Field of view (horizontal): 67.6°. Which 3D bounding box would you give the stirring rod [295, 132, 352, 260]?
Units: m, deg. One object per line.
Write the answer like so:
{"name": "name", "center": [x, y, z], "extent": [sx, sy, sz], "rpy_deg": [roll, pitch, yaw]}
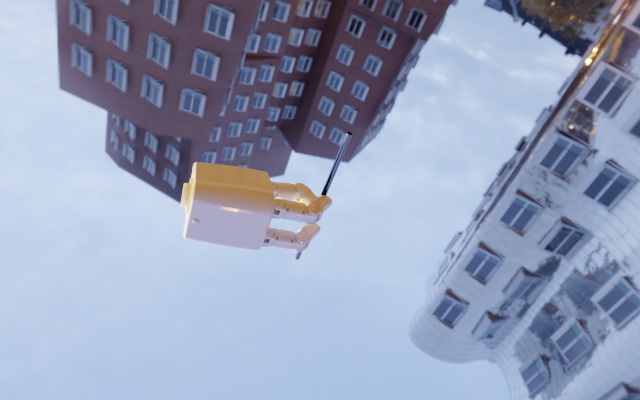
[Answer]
{"name": "stirring rod", "center": [0.000, 0.002, 0.693], "extent": [0.011, 0.240, 0.011], "rpy_deg": [14, 37, -11]}
